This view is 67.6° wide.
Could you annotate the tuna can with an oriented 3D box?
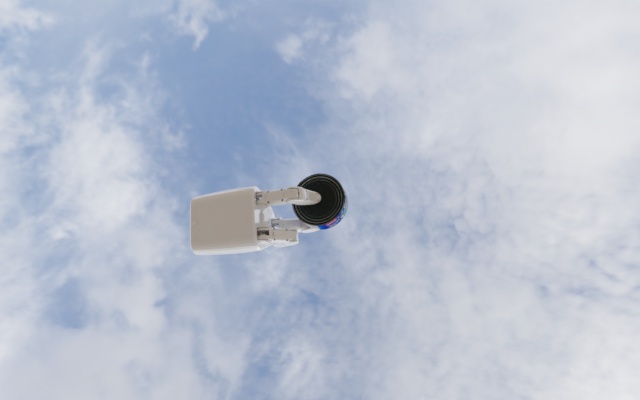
[{"bbox_3d":[0.000,0.003,0.759,0.086,0.086,0.034,0,-17,16],"label":"tuna can"}]
